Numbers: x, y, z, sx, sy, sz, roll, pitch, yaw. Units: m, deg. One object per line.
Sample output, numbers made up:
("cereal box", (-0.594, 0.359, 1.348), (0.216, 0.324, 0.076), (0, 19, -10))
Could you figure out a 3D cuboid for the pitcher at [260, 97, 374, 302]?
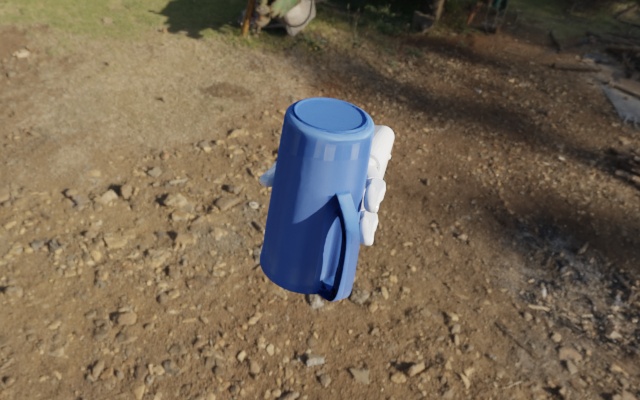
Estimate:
("pitcher", (0.000, 0.002, 0.620), (0.149, 0.243, 0.145), (19, 36, 12))
